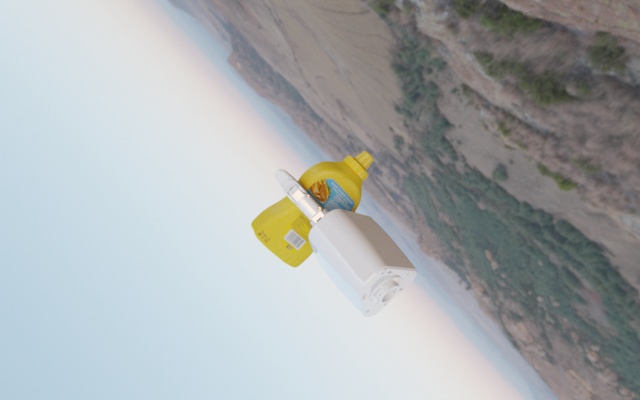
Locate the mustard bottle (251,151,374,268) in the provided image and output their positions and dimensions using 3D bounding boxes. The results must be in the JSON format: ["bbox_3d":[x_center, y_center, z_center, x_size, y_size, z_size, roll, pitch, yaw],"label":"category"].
[{"bbox_3d":[0.000,0.002,0.675,0.096,0.191,0.058,45,3,-32],"label":"mustard bottle"}]
